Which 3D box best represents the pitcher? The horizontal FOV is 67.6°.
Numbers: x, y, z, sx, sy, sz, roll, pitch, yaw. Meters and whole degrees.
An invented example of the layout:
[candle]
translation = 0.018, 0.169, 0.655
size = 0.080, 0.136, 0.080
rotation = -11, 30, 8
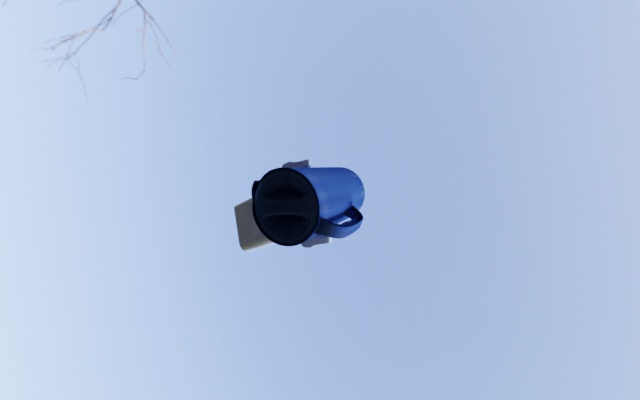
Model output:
[pitcher]
translation = 0.000, 0.003, 0.891
size = 0.145, 0.149, 0.243
rotation = -22, -4, 28
